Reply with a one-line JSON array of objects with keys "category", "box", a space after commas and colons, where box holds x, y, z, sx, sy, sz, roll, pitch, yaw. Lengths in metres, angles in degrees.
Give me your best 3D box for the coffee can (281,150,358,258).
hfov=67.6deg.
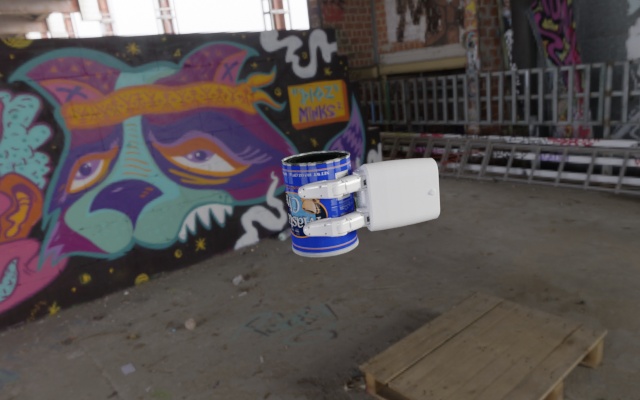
[{"category": "coffee can", "box": [0.000, 0.003, 0.722, 0.103, 0.140, 0.102, -6, 14, 2]}]
